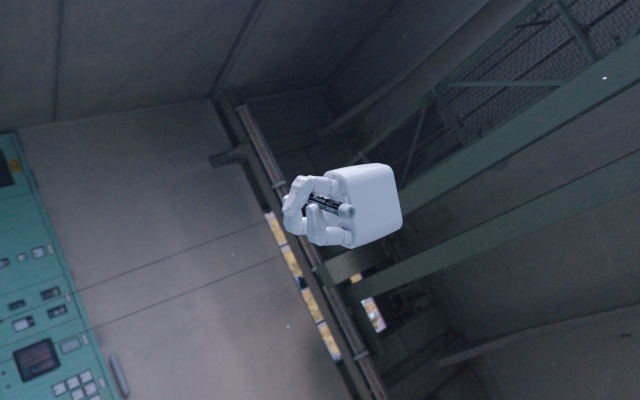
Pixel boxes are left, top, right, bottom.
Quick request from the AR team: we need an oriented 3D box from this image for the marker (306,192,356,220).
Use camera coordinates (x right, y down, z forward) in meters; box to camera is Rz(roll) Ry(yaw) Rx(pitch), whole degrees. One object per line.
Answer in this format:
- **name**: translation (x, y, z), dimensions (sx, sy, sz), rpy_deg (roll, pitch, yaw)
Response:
- **marker**: translation (0.000, 0.002, 0.650), dimensions (0.020, 0.020, 0.121), rpy_deg (0, 13, -41)
